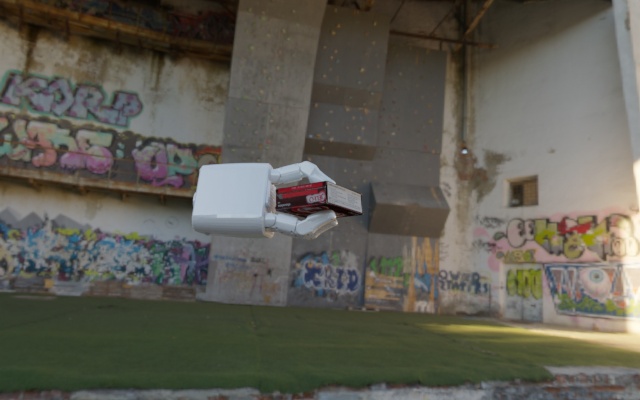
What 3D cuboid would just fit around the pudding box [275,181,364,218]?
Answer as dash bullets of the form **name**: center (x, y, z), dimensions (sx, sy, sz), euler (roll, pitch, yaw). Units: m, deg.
- **pudding box**: center (0.000, 0.002, 0.716), dimensions (0.090, 0.039, 0.113), euler (-7, -11, 31)
